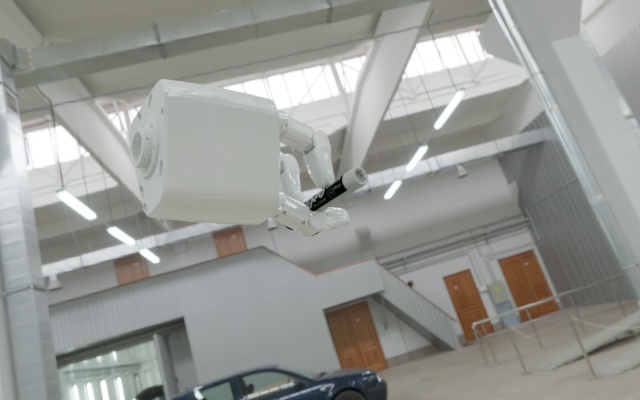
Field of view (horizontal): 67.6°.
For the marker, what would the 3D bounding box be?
[{"bbox_3d":[0.000,0.001,0.470,0.020,0.020,0.121,0,-23,-41],"label":"marker"}]
